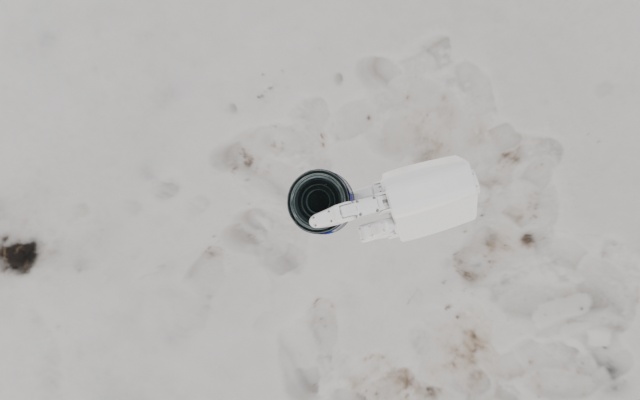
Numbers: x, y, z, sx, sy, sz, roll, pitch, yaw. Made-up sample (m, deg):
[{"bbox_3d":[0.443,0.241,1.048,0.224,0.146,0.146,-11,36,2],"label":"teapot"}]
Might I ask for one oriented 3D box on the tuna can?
[{"bbox_3d":[0.000,0.002,0.627,0.086,0.086,0.034,0,-3,13],"label":"tuna can"}]
